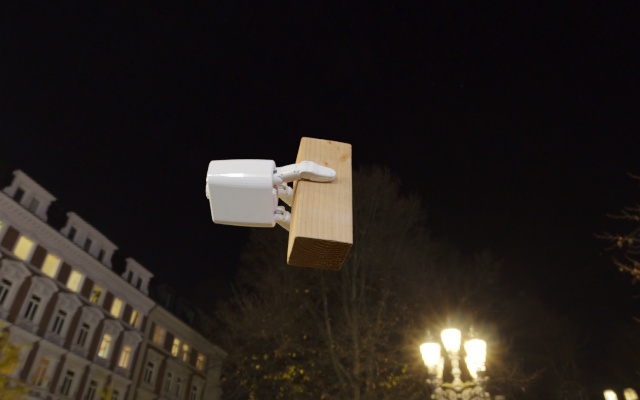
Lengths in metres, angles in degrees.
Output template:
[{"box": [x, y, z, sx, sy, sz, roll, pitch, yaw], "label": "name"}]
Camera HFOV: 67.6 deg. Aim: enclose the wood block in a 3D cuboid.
[{"box": [0.000, 0.002, 0.807, 0.090, 0.206, 0.091, 8, -37, -8], "label": "wood block"}]
